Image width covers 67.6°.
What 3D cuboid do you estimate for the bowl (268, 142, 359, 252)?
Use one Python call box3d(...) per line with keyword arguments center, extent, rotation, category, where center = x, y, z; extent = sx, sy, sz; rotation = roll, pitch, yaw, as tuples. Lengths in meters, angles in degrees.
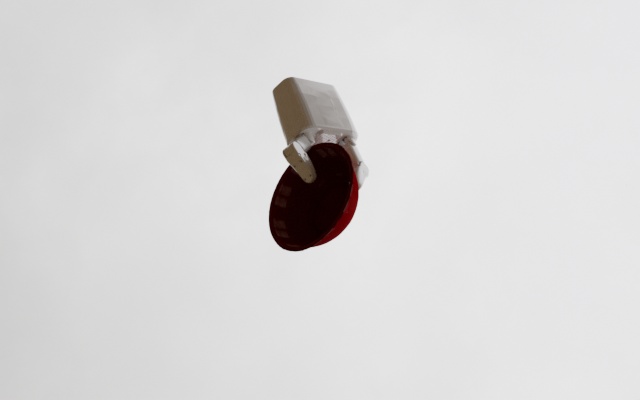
box3d(center=(0.000, 0.004, 0.668), extent=(0.055, 0.162, 0.162), rotation=(29, -19, -39), category="bowl")
